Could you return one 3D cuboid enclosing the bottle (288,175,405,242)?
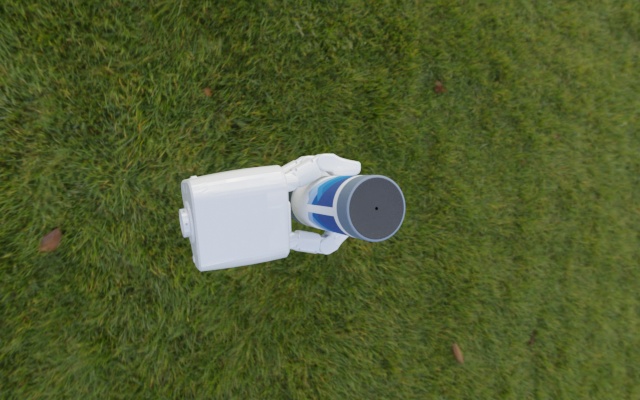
[{"bbox_3d":[0.000,0.002,0.607,0.069,0.069,0.295,0,2,-22],"label":"bottle"}]
